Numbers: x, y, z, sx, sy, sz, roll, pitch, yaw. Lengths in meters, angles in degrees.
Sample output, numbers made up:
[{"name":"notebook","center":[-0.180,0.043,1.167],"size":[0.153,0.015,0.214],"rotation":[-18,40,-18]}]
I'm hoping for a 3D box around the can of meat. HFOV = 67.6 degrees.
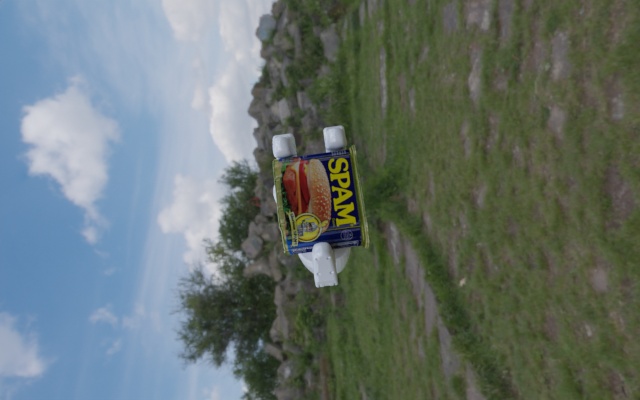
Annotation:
[{"name":"can of meat","center":[0.000,0.002,0.481],"size":[0.084,0.102,0.057],"rotation":[-7,-16,1]}]
